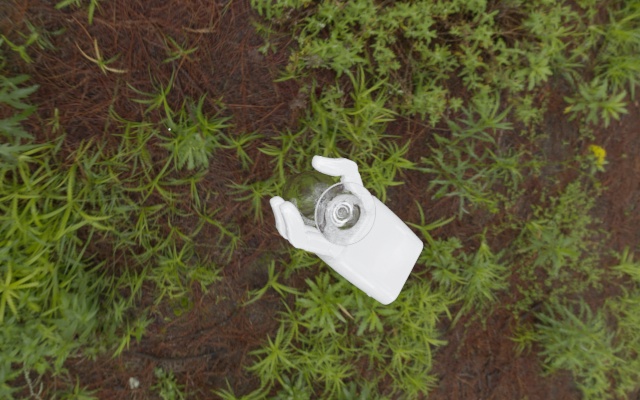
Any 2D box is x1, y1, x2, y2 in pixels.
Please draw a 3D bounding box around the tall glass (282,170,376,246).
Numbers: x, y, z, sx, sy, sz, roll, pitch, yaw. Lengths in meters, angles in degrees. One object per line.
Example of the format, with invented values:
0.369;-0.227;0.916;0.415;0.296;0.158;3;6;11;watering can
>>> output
0.000;0.002;0.636;0.079;0.079;0.201;0;8;-18;tall glass
